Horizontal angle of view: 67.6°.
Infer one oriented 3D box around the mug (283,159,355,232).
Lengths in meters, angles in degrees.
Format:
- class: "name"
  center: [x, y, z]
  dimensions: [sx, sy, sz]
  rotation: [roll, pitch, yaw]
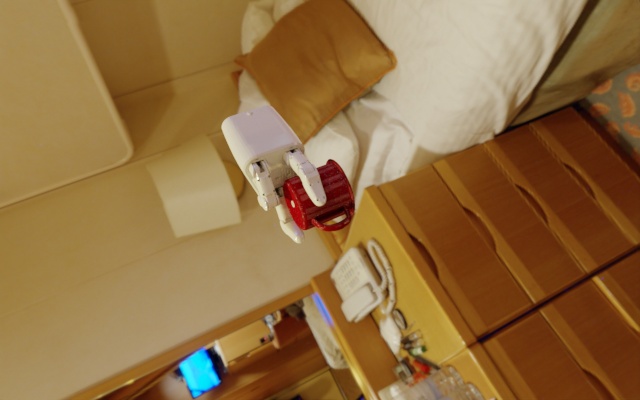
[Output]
- class: "mug"
  center: [0.001, 0.003, 0.712]
  dimensions: [0.081, 0.117, 0.093]
  rotation: [-22, -37, -16]
